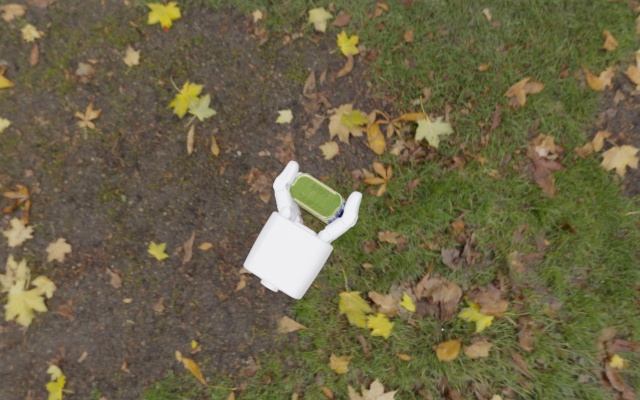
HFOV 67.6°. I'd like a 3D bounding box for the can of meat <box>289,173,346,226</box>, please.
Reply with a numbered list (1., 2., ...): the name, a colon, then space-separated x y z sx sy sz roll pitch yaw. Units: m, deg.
1. can of meat: 0.000 0.003 0.836 0.102 0.057 0.084 33 -4 20
